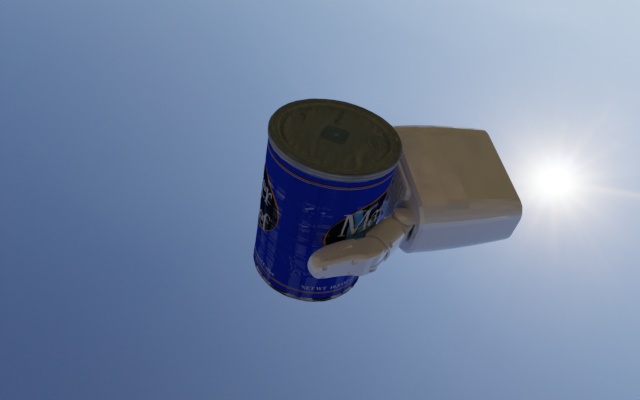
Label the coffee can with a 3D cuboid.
[{"bbox_3d":[0.000,0.001,0.402,0.103,0.140,0.102,8,40,-6],"label":"coffee can"}]
